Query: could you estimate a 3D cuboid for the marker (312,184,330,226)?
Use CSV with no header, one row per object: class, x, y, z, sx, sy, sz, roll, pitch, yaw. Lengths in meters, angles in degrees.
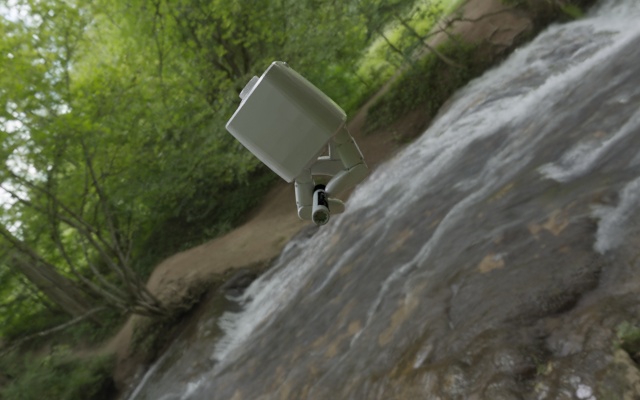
marker,0.000,0.002,0.558,0.020,0.020,0.121,0,15,0
